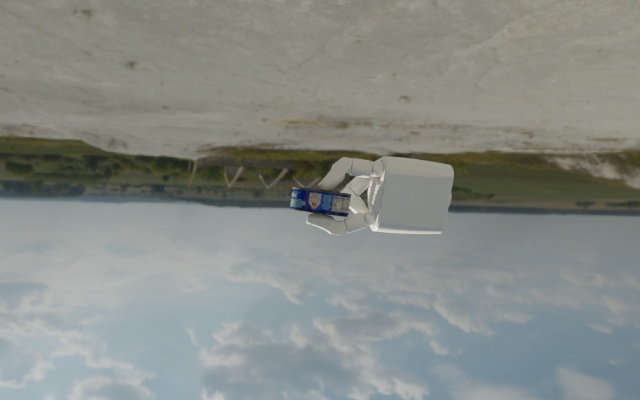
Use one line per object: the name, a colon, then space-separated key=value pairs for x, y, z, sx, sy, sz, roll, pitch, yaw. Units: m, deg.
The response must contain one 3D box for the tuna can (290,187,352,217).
tuna can: x=0.000 y=0.003 z=0.685 sx=0.086 sy=0.034 sz=0.086 roll=7 pitch=-1 yaw=0
